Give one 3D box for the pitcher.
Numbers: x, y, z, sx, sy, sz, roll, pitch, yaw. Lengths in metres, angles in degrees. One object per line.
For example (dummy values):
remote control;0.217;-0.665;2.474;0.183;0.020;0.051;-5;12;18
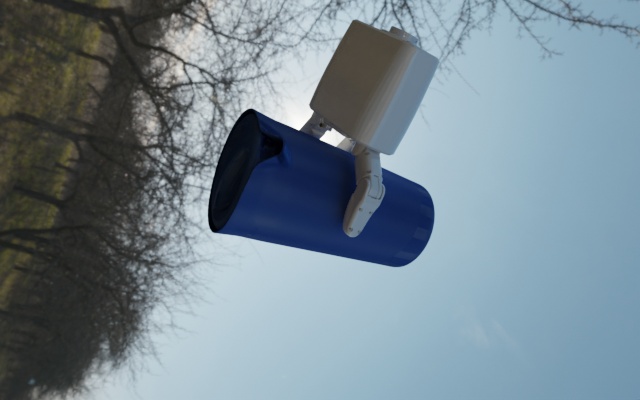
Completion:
pitcher;0.000;0.002;0.548;0.243;0.145;0.149;18;19;-26
